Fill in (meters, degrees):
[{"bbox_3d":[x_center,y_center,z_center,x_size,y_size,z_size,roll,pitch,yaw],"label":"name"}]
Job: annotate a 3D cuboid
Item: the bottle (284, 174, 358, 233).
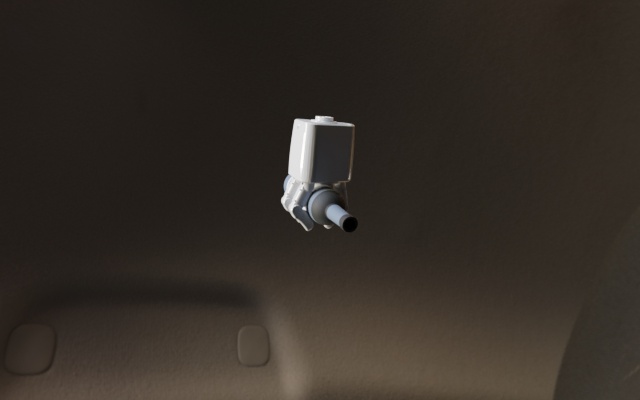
[{"bbox_3d":[0.000,0.003,0.890,0.069,0.069,0.295,0,14,-19],"label":"bottle"}]
